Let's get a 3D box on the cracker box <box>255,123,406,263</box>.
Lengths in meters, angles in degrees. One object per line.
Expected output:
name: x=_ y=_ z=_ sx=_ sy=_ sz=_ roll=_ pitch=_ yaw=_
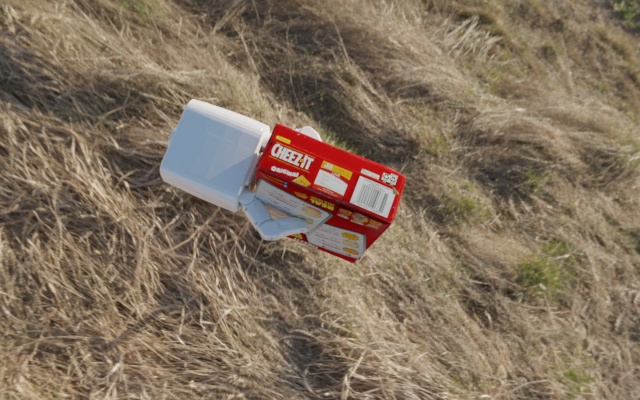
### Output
cracker box: x=0.000 y=0.002 z=0.627 sx=0.164 sy=0.072 sz=0.214 roll=22 pitch=-21 yaw=0
